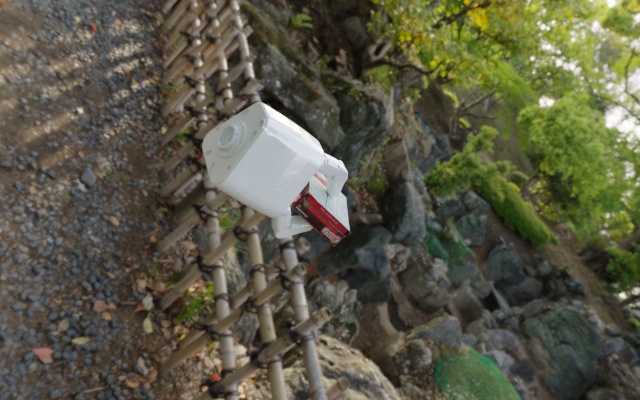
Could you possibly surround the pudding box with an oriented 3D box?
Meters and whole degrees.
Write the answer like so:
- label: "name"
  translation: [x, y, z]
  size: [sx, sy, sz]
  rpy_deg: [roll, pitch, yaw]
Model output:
- label: "pudding box"
  translation: [0.000, 0.002, 0.700]
  size: [0.039, 0.090, 0.113]
  rpy_deg: [-38, 22, 19]
